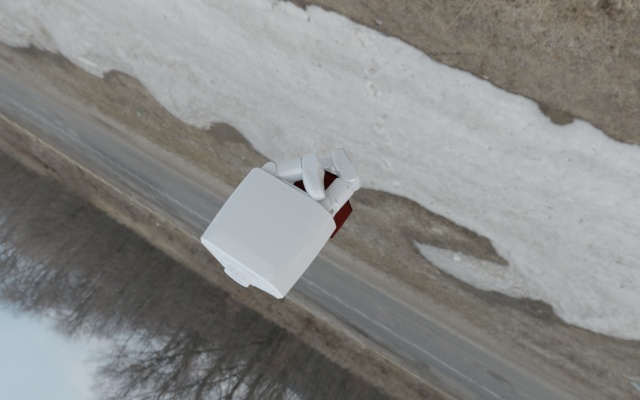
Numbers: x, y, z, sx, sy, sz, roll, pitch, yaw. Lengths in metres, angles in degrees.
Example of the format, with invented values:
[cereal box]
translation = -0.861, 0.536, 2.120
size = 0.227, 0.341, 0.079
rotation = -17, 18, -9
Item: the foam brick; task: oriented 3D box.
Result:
[foam brick]
translation = 0.000, 0.002, 0.609
size = 0.053, 0.051, 0.078
rotation = 24, -24, 29
